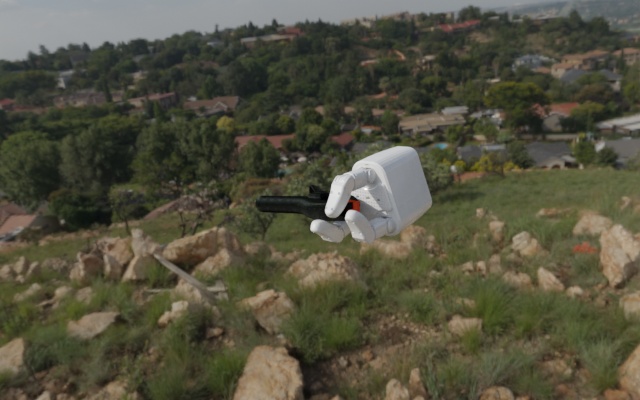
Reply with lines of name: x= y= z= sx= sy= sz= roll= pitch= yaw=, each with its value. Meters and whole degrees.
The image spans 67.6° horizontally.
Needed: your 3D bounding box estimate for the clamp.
clamp: x=0.000 y=0.002 z=0.711 sx=0.171 sy=0.039 sz=0.120 roll=10 pitch=24 yaw=39
